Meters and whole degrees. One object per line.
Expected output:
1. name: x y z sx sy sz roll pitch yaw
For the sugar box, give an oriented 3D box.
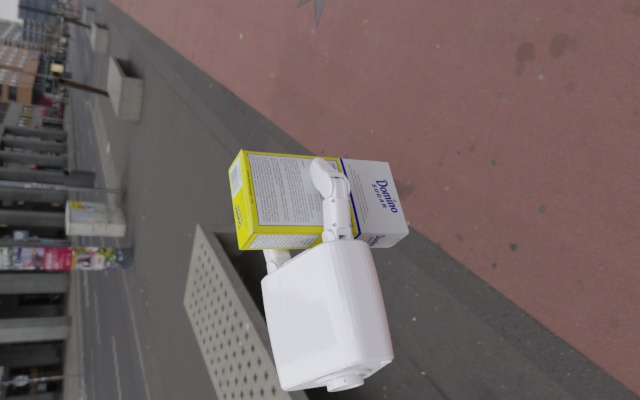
1. sugar box: 0.000 0.002 0.494 0.176 0.093 0.048 4 -30 -30
